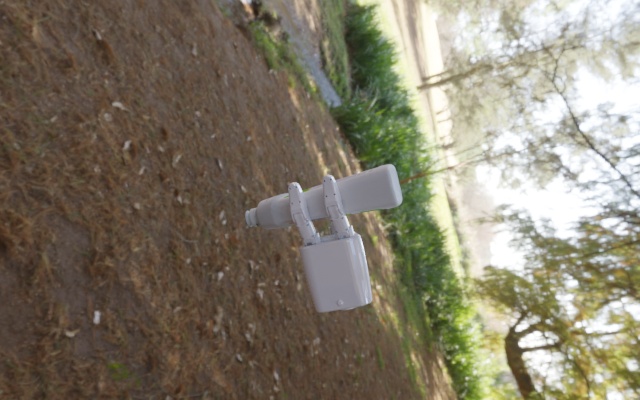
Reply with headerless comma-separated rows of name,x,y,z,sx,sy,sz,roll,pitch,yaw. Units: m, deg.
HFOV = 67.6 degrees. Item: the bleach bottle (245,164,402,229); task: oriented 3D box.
bleach bottle,0.000,0.002,0.773,0.251,0.068,0.102,-13,1,16
